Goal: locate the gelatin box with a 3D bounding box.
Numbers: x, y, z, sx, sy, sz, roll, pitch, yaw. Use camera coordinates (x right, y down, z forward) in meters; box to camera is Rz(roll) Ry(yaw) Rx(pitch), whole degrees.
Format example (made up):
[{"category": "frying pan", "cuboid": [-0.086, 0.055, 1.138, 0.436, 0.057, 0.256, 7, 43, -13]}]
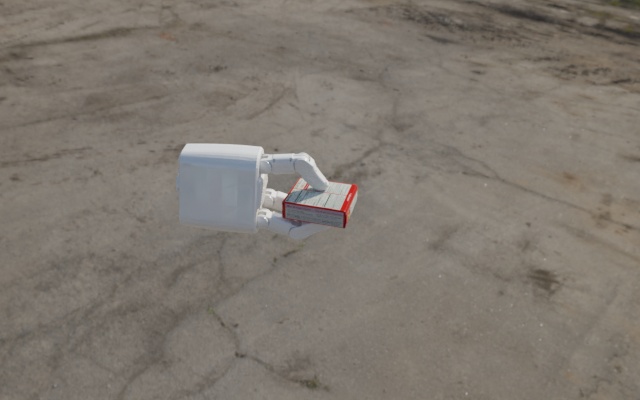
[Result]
[{"category": "gelatin box", "cuboid": [0.000, 0.002, 0.654, 0.089, 0.030, 0.073, 8, 32, 14]}]
